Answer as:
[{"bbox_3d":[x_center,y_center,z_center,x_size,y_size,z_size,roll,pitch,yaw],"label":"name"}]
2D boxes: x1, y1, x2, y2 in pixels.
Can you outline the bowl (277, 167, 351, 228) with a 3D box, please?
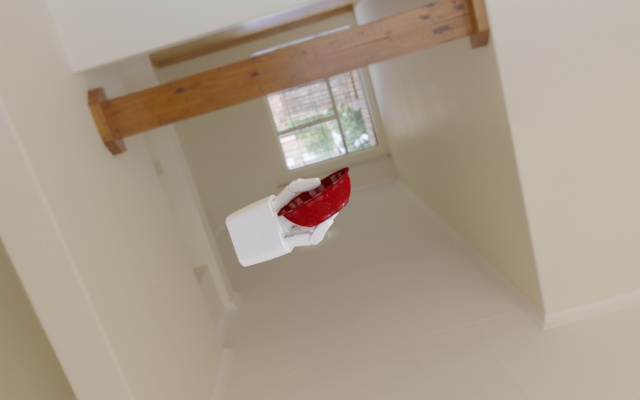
[{"bbox_3d":[0.001,0.003,0.897,0.162,0.055,0.162,-33,8,5],"label":"bowl"}]
